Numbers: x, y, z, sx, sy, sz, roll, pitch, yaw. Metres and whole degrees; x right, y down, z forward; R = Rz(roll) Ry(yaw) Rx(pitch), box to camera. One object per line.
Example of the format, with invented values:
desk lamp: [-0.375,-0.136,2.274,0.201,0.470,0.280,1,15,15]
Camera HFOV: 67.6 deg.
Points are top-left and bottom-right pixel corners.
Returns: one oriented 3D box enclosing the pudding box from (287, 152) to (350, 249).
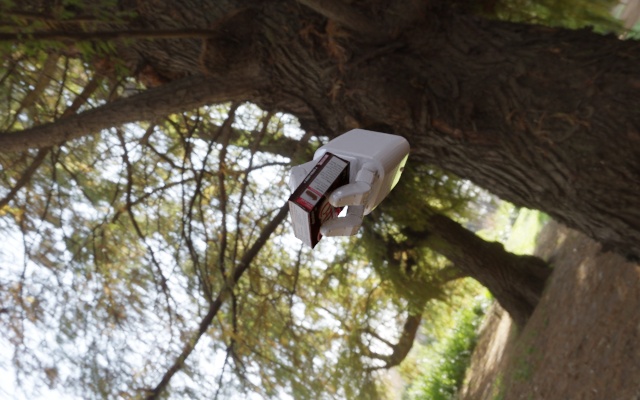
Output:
pudding box: [0.000,0.002,0.630,0.039,0.090,0.114,29,-24,19]
